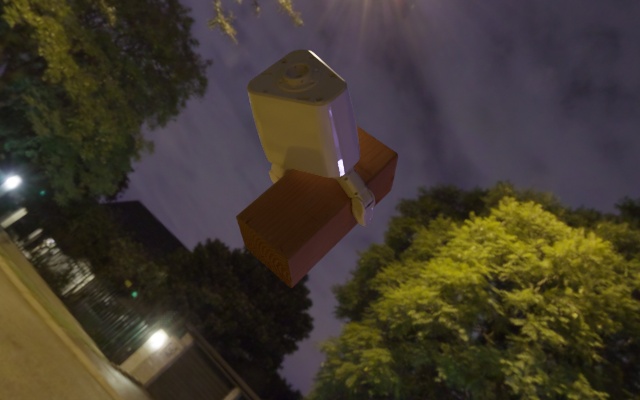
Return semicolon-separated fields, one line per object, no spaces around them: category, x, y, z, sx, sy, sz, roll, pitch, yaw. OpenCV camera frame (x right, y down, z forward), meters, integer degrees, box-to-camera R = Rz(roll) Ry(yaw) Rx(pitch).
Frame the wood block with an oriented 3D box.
wood block;0.000;0.002;0.631;0.091;0.206;0.090;38;-25;21
